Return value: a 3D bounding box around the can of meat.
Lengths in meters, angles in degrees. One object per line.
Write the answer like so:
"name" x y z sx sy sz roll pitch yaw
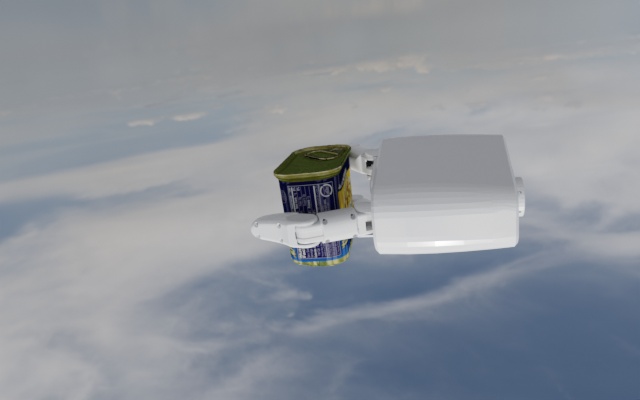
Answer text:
"can of meat" 0.000 0.002 0.434 0.057 0.084 0.102 -4 18 12
